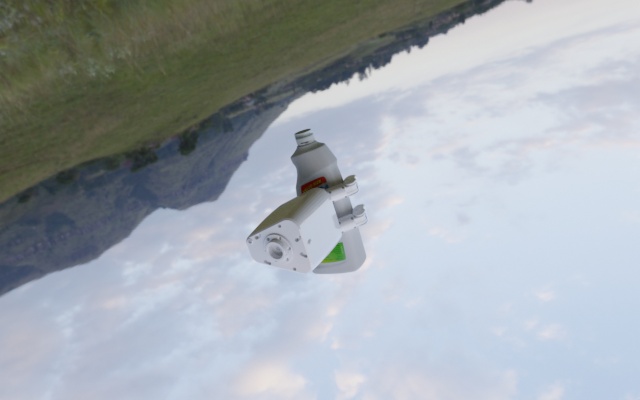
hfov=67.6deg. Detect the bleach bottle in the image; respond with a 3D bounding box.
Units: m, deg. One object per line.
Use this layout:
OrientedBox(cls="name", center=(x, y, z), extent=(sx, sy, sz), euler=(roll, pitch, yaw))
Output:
OrientedBox(cls="bleach bottle", center=(0.000, 0.003, 0.816), extent=(0.102, 0.251, 0.068), euler=(-7, 21, 30))
